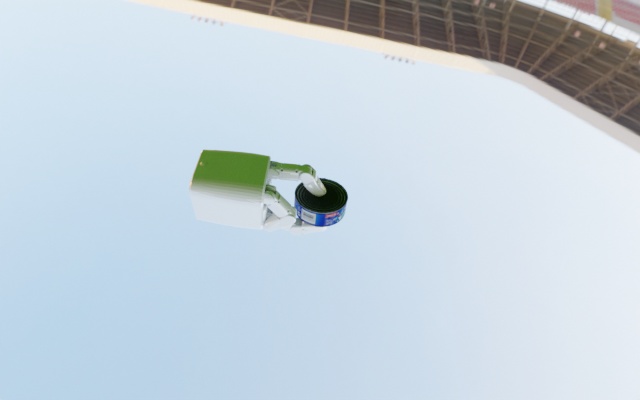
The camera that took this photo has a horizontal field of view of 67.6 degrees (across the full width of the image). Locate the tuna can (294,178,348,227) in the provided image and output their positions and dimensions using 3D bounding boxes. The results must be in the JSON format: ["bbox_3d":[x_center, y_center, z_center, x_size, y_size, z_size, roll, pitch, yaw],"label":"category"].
[{"bbox_3d":[0.000,0.003,0.769,0.086,0.034,0.086,4,41,-3],"label":"tuna can"}]
